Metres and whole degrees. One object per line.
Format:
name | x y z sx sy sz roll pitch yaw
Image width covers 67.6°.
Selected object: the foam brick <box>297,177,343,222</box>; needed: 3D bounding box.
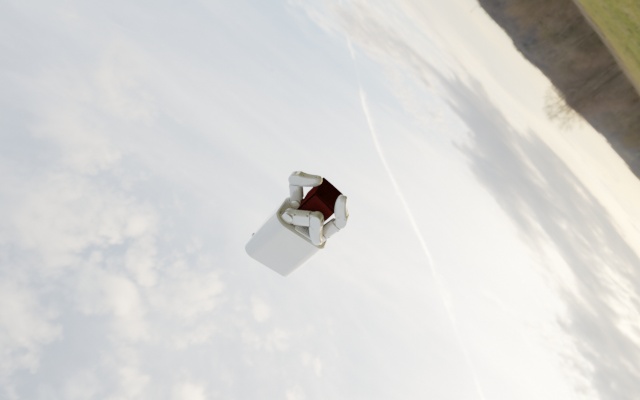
foam brick | 0.000 0.003 0.875 0.051 0.053 0.078 -44 8 27
